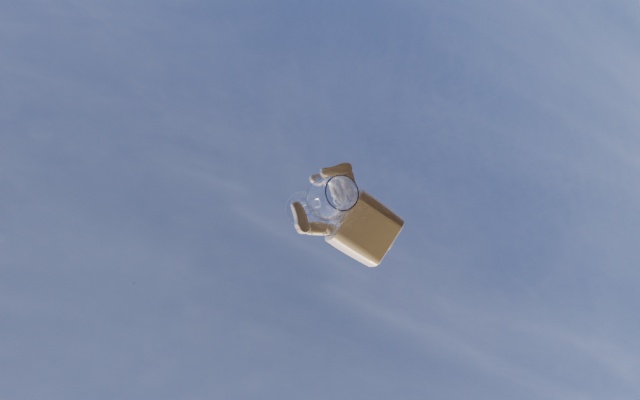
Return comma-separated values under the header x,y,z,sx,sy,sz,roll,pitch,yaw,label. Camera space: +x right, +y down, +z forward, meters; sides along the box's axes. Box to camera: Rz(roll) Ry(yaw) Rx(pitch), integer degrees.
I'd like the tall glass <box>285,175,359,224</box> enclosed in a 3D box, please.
x,y,z,sx,sy,sz,roll,pitch,yaw,label
0.000,0.003,0.881,0.079,0.079,0.201,0,-9,-21,tall glass
